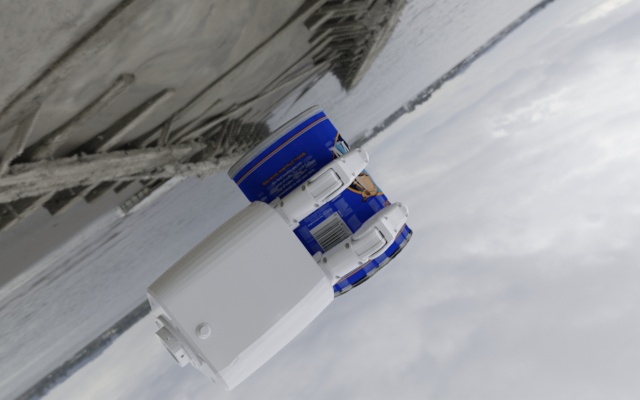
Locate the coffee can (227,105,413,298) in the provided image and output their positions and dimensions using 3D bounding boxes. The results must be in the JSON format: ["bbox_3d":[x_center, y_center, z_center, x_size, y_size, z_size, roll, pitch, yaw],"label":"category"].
[{"bbox_3d":[0.000,0.001,0.429,0.103,0.140,0.103,-37,3,2],"label":"coffee can"}]
